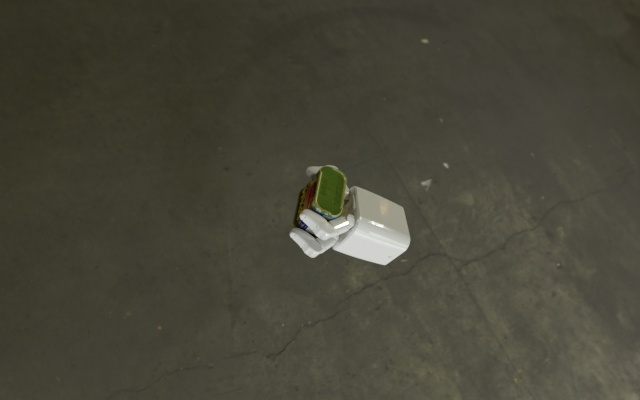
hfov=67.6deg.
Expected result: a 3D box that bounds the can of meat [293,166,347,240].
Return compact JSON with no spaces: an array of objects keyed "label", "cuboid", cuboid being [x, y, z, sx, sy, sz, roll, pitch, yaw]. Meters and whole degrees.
[{"label":"can of meat","cuboid":[0.000,0.002,0.813,0.057,0.102,0.084,22,-38,-16]}]
